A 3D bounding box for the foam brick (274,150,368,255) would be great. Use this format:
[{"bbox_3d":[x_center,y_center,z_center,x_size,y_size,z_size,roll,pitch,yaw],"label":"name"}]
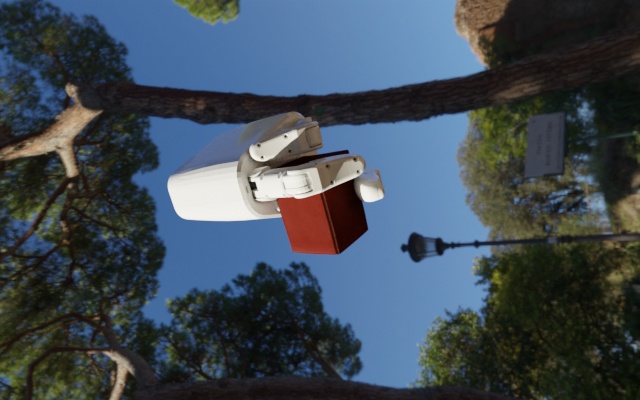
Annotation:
[{"bbox_3d":[0.000,0.002,0.414,0.051,0.078,0.053,-6,15,38],"label":"foam brick"}]
